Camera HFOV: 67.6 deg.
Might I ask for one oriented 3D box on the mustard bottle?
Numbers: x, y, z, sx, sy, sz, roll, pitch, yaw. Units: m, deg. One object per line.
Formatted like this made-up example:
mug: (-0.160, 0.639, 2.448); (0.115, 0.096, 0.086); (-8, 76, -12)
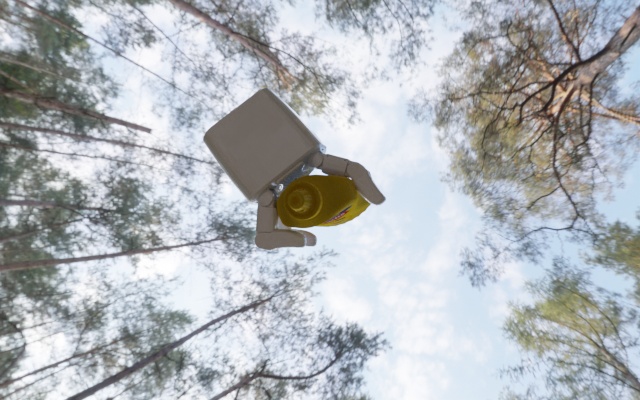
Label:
mustard bottle: (0.000, 0.002, 0.579); (0.096, 0.058, 0.191); (-18, -7, 14)
